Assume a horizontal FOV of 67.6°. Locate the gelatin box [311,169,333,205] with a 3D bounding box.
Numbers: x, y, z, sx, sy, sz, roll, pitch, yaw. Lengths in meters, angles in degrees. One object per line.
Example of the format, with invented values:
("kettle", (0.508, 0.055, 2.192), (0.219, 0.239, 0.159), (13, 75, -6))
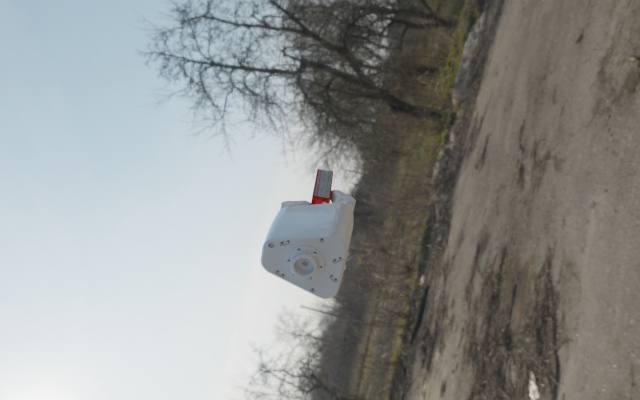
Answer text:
("gelatin box", (0.000, 0.002, 0.774), (0.030, 0.073, 0.089), (9, 33, -1))
